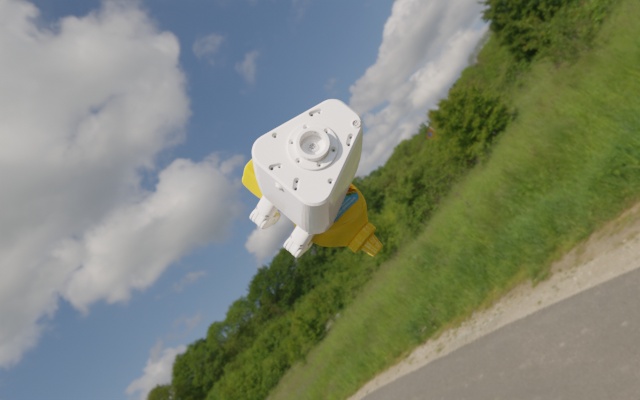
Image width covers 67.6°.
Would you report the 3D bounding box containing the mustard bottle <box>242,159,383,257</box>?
[{"bbox_3d":[0.000,0.002,0.605,0.096,0.191,0.058,-42,-13,-37],"label":"mustard bottle"}]
